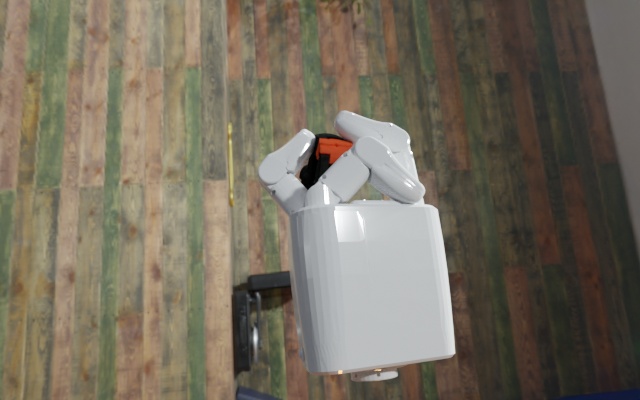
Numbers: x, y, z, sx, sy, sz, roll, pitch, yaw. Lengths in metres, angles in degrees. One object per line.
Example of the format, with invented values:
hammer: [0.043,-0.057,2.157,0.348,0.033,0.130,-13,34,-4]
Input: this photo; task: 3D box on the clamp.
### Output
clamp: [0.001,0.001,0.440,0.039,0.120,0.171,-5,-14,-7]
